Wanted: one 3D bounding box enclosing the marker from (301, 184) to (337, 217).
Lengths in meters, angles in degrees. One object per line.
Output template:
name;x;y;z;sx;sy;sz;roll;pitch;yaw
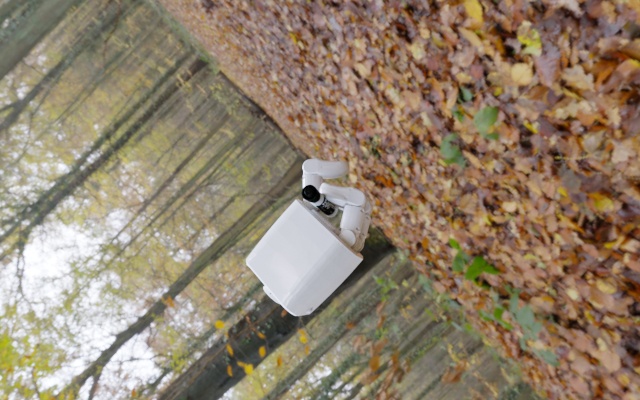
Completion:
marker;0.000;0.002;0.593;0.020;0.020;0.121;0;-11;14
